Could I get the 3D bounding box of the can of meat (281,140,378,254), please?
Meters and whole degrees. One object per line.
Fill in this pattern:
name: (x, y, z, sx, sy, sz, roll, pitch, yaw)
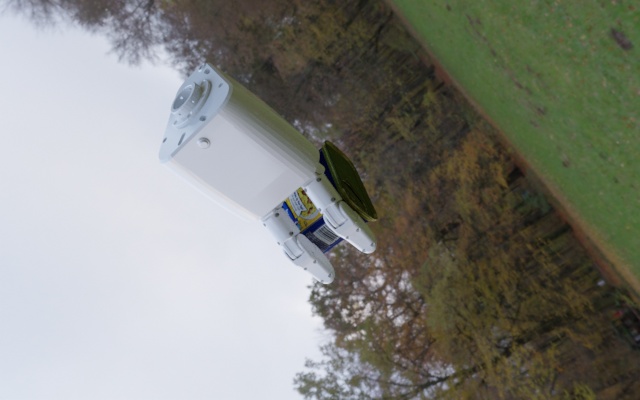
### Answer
can of meat: (0.000, 0.002, 0.498, 0.084, 0.102, 0.057, -38, -46, 18)
